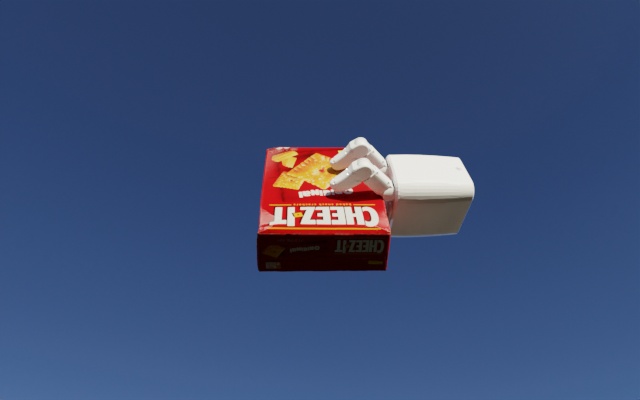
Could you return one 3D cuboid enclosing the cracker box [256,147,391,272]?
[{"bbox_3d":[0.000,0.002,0.667,0.164,0.072,0.213,0,34,-2],"label":"cracker box"}]
